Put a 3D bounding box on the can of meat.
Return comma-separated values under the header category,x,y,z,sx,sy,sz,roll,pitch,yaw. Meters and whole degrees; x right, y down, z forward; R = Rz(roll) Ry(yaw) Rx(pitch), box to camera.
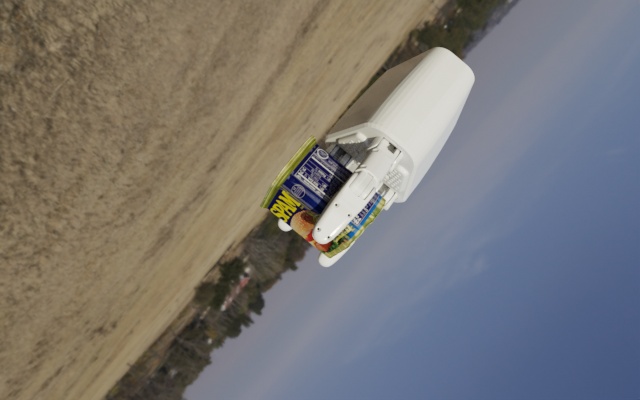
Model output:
category,x,y,z,sx,sy,sz,roll,pitch,yaw
can of meat,0.000,0.002,0.428,0.084,0.057,0.102,39,-22,-2
